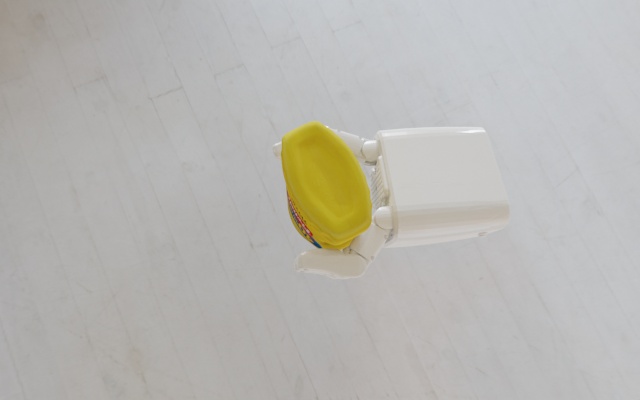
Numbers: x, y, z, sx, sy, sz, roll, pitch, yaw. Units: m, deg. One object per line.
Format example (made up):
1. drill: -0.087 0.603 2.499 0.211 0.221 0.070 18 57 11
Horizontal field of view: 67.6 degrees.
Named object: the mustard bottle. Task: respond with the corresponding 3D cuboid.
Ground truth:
1. mustard bottle: 0.000 0.002 0.450 0.058 0.096 0.192 -28 -9 -8
